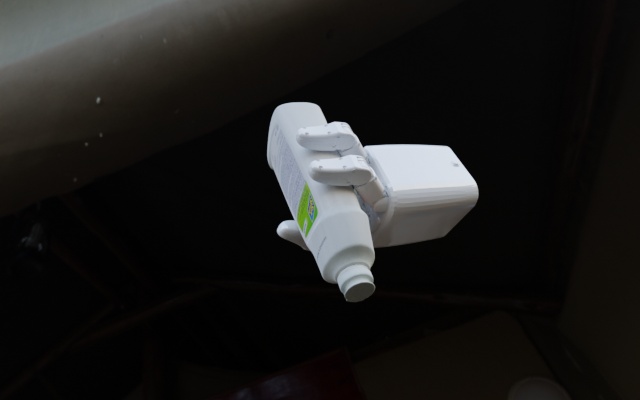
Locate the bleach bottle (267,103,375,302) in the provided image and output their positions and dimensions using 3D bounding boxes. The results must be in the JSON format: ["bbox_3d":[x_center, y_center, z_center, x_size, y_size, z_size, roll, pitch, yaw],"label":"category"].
[{"bbox_3d":[0.000,0.002,0.507,0.068,0.103,0.250,-5,44,-16],"label":"bleach bottle"}]
